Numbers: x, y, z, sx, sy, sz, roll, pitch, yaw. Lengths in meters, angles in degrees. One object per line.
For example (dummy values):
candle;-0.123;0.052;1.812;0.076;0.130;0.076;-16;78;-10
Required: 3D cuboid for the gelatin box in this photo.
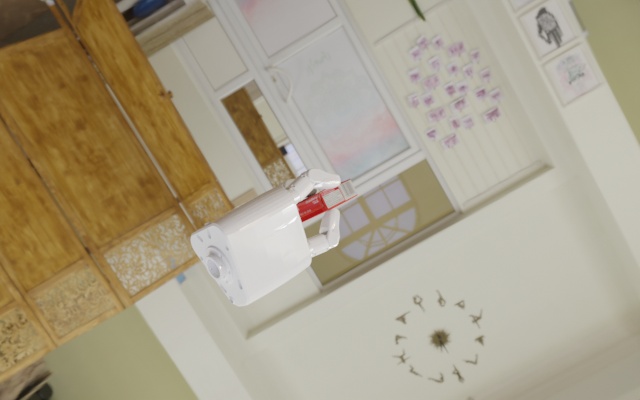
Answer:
gelatin box;0.000;0.003;0.689;0.073;0.030;0.089;-25;0;37
